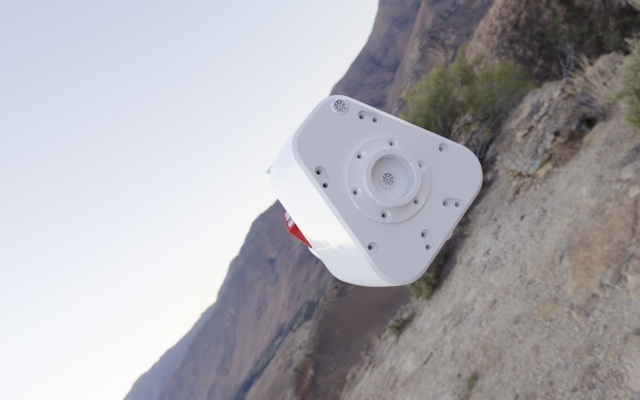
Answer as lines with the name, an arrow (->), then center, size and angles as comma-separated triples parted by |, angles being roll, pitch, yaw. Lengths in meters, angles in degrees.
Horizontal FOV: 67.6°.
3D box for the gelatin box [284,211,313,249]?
gelatin box -> 0.000, 0.001, 0.455 | 0.030, 0.073, 0.089 | 39, 1, -10
